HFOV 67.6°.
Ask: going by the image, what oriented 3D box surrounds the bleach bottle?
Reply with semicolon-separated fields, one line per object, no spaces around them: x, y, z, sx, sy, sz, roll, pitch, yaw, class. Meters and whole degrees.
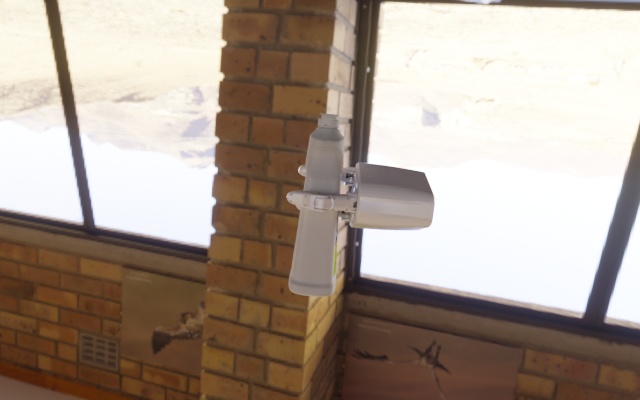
0.000;0.002;0.687;0.068;0.251;0.102;6;10;0;bleach bottle
